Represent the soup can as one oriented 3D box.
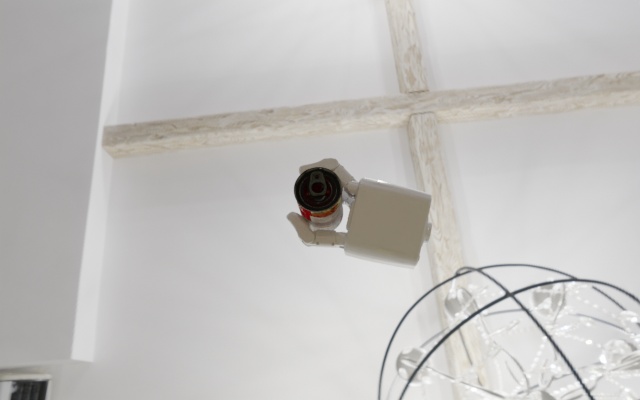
[{"bbox_3d":[0.000,0.002,0.708,0.068,0.068,0.102,0,-21,5],"label":"soup can"}]
